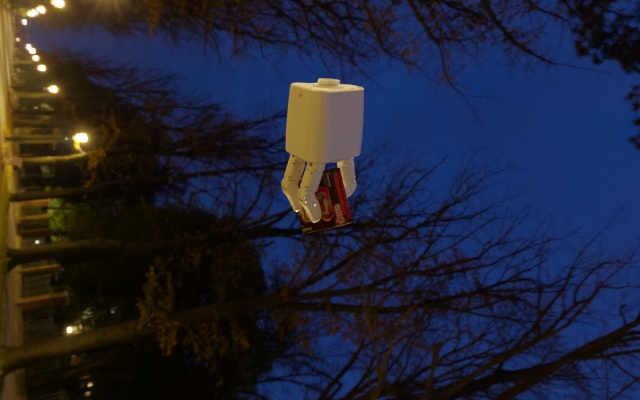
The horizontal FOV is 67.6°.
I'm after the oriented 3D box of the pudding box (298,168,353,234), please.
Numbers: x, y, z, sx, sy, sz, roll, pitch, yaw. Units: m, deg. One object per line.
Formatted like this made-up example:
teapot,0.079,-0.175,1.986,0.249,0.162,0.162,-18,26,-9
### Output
pudding box,0.000,0.002,0.773,0.039,0.090,0.113,-11,-4,-29
